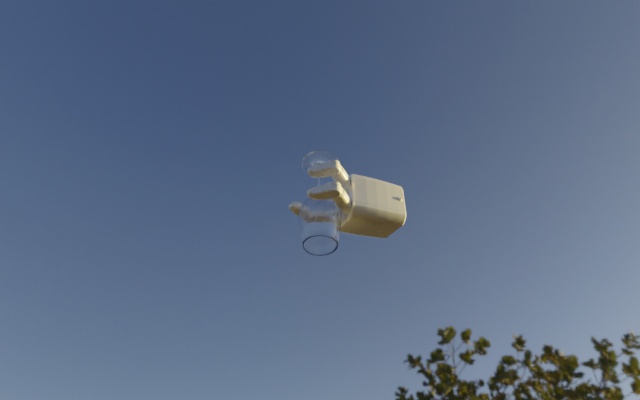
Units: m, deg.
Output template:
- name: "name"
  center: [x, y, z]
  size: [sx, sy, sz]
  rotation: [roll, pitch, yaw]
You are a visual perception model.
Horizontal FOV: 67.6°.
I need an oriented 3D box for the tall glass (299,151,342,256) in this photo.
- name: "tall glass"
  center: [0.000, 0.002, 0.889]
  size: [0.079, 0.200, 0.079]
  rotation: [0, -41, 0]
